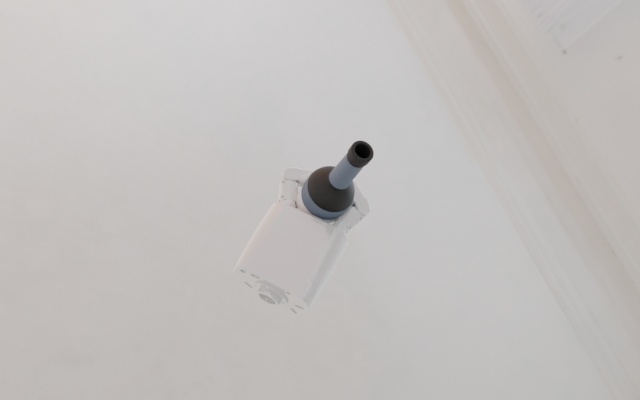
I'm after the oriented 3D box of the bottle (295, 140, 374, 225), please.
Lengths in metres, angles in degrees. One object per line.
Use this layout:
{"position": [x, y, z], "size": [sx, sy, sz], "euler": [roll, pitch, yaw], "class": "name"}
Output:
{"position": [0.000, 0.002, 0.656], "size": [0.069, 0.069, 0.296], "euler": [0, -23, -20], "class": "bottle"}
